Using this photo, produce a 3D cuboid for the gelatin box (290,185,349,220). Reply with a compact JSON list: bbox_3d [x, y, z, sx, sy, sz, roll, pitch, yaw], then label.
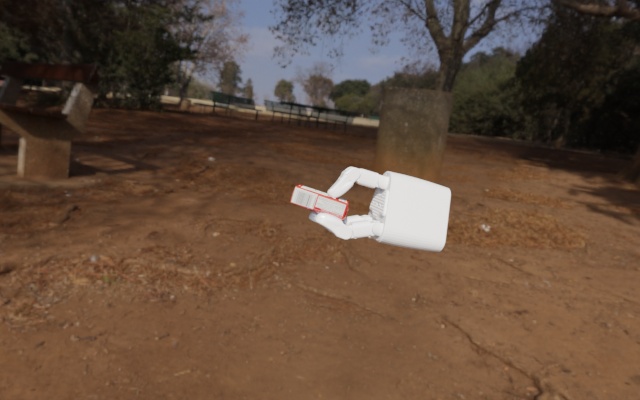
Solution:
[{"bbox_3d":[0.000,0.002,0.763,0.089,0.030,0.073,19,5,1],"label":"gelatin box"}]
